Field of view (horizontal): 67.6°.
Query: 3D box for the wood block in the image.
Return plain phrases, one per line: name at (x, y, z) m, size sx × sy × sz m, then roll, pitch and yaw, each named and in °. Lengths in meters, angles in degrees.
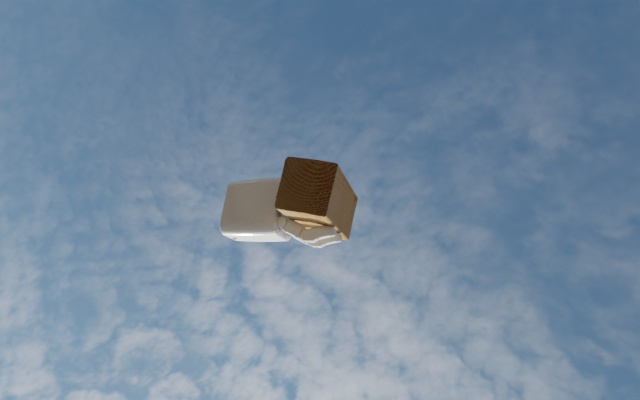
wood block at (0.000, 0.002, 0.848) m, size 0.090 × 0.091 × 0.206 m, roll 9°, pitch -12°, yaw 15°
